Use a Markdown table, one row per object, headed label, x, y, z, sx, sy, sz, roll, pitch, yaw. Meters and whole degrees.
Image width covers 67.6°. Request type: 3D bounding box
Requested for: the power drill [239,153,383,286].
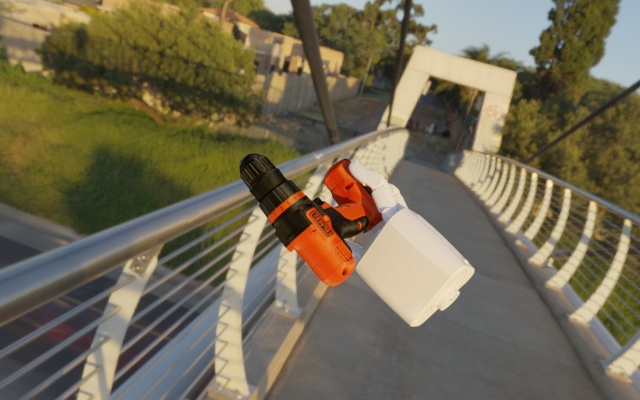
| label | x | y | z | sx | sy | sz | roll | pitch | yaw |
| --- | --- | --- | --- | --- | --- | --- | --- | --- | --- |
| power drill | 0.001 | 0.002 | 0.614 | 0.057 | 0.184 | 0.187 | -41 | -6 | 33 |
